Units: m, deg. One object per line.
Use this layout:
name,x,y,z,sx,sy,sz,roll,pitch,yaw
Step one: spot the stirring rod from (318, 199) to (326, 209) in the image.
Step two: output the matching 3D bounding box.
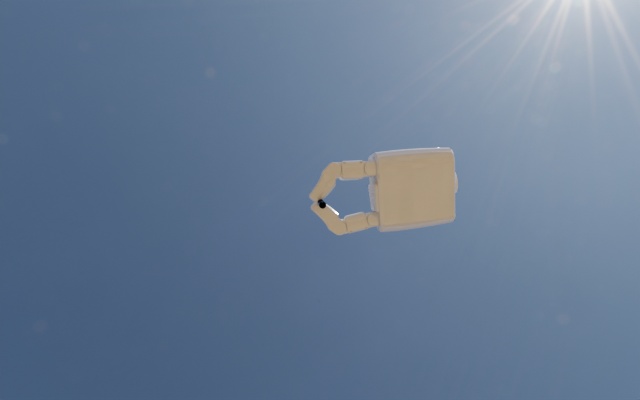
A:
stirring rod,0.000,0.002,0.641,0.011,0.011,0.239,0,1,-1
